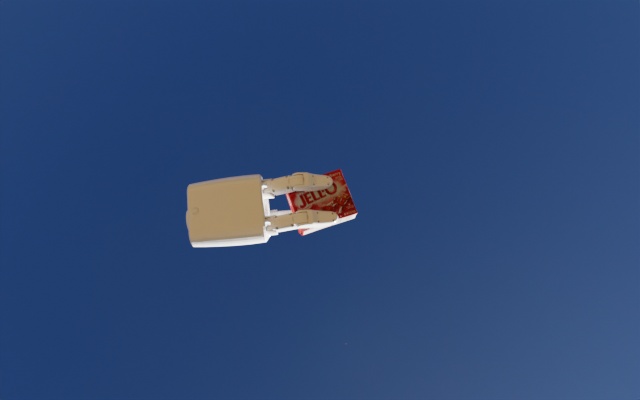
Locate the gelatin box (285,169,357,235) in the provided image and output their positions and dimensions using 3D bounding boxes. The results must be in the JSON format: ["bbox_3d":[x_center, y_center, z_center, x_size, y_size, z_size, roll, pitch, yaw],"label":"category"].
[{"bbox_3d":[0.000,0.002,0.703,0.089,0.073,0.030,-18,-15,-11],"label":"gelatin box"}]
